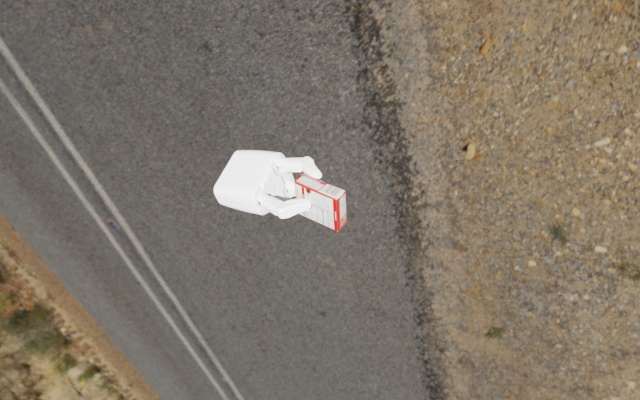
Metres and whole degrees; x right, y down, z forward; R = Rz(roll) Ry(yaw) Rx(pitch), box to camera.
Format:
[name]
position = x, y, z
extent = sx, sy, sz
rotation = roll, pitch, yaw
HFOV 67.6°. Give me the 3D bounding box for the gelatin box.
[gelatin box]
position = 0.000, 0.003, 0.796
extent = 0.089, 0.073, 0.030
rotation = 24, 49, 27
